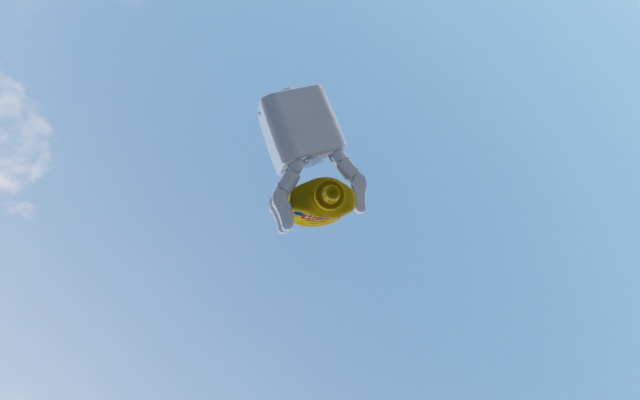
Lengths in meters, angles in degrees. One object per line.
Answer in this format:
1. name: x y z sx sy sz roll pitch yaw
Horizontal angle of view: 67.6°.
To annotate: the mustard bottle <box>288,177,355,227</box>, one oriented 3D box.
1. mustard bottle: 0.000 0.003 0.710 0.096 0.058 0.191 5 -9 -9
